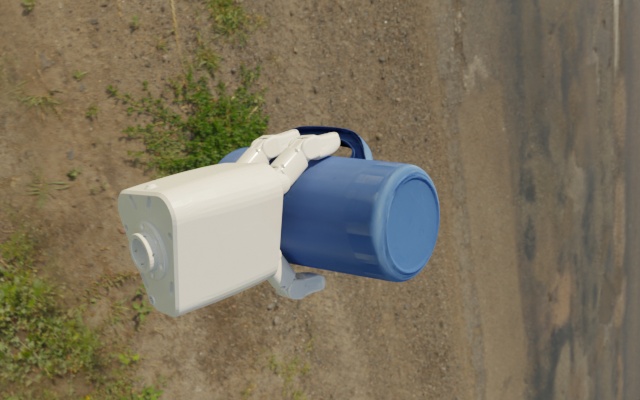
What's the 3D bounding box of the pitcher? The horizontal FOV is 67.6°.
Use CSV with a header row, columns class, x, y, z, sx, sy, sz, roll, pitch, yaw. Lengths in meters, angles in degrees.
class,x,y,z,sx,sy,sz,roll,pitch,yaw
pitcher,0.000,0.002,0.510,0.243,0.149,0.145,7,19,43
